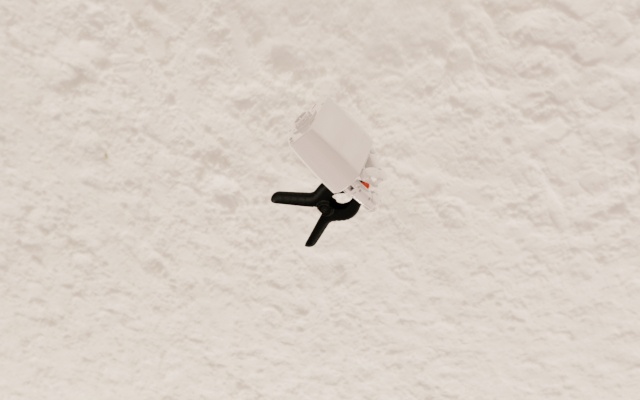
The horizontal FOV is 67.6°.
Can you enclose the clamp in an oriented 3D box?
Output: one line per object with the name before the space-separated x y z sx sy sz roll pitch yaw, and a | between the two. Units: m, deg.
clamp | 0.000 0.003 0.812 0.171 0.120 0.039 -35 23 28
